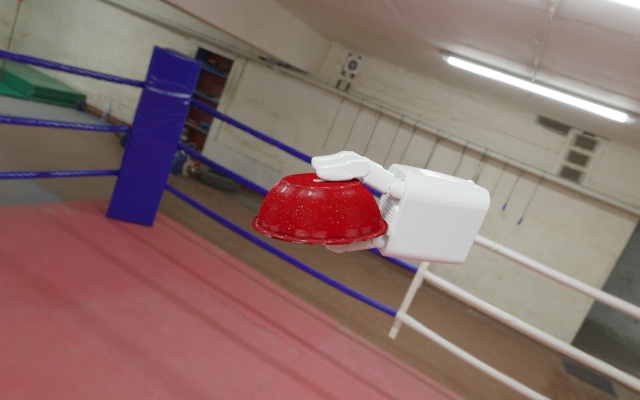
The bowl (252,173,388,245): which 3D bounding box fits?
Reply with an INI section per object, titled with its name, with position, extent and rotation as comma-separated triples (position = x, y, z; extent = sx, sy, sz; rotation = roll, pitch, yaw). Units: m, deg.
[bowl]
position = -0.001, 0.001, 0.560
extent = 0.162, 0.055, 0.162
rotation = 1, 13, 0
